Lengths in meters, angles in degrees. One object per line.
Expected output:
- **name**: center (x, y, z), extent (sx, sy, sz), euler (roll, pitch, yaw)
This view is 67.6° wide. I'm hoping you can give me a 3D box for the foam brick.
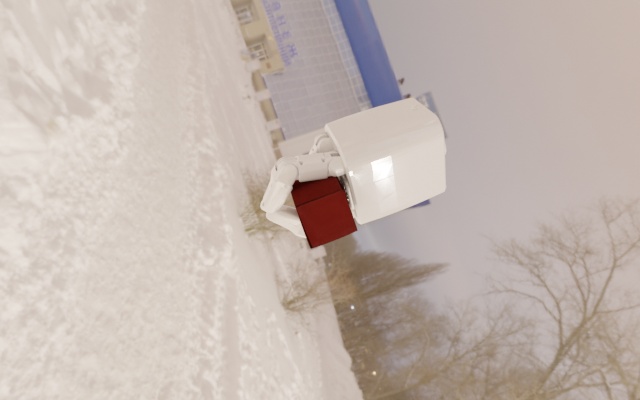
- **foam brick**: center (0.000, 0.002, 0.495), extent (0.051, 0.053, 0.078), euler (-19, 29, -1)
